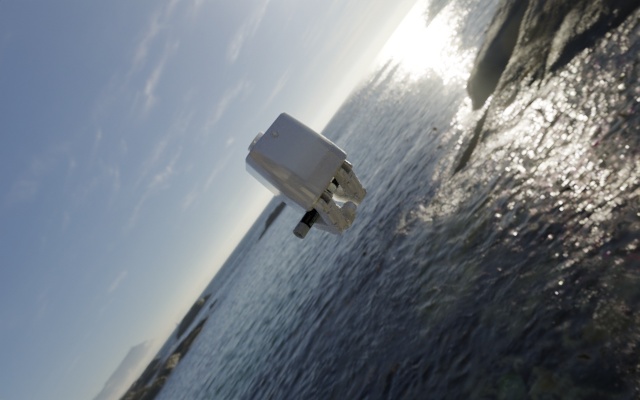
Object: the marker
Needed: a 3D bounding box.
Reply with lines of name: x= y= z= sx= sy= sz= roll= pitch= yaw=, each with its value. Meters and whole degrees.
marker: x=0.000 y=0.002 z=0.675 sx=0.020 sy=0.121 sz=0.020 roll=27 pitch=-28 yaw=15
